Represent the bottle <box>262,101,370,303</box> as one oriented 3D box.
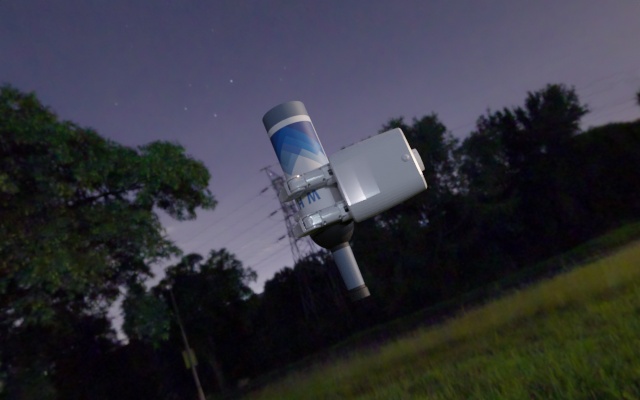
[{"bbox_3d":[0.000,0.002,0.683,0.069,0.295,0.069,-22,-11,-5],"label":"bottle"}]
